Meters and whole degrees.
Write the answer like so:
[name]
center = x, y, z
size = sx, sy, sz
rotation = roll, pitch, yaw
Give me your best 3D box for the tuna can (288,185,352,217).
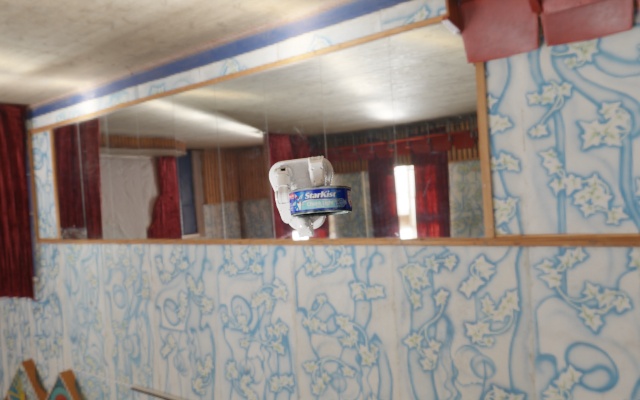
[tuna can]
center = 0.000, 0.003, 0.648
size = 0.086, 0.033, 0.086
rotation = -4, -6, 0
